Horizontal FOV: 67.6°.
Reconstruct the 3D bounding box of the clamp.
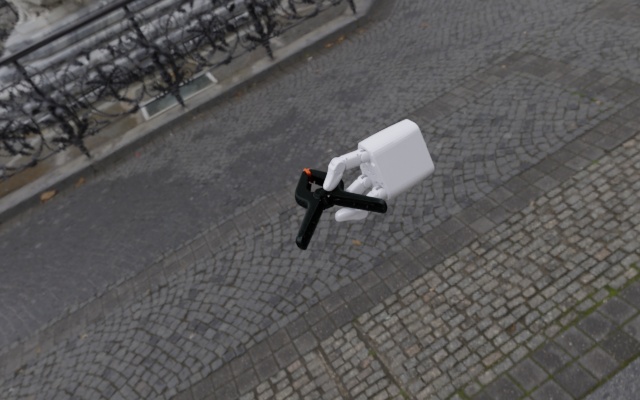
[{"bbox_3d":[0.000,0.002,0.859,0.164,0.036,0.210,-27,36,-13],"label":"clamp"}]
